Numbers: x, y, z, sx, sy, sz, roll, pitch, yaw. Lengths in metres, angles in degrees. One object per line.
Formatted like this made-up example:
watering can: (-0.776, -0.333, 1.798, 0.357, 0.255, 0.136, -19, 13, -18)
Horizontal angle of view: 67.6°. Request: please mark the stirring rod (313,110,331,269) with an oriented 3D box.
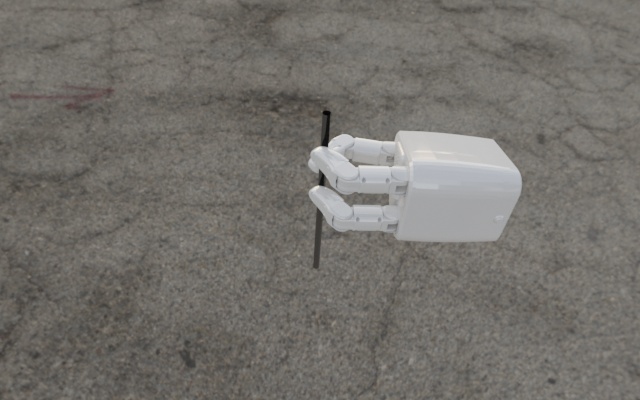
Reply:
stirring rod: (0.000, 0.002, 0.532, 0.011, 0.011, 0.240, 0, -44, -4)
